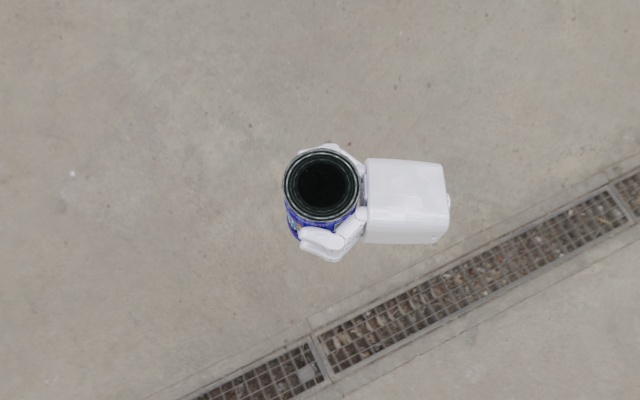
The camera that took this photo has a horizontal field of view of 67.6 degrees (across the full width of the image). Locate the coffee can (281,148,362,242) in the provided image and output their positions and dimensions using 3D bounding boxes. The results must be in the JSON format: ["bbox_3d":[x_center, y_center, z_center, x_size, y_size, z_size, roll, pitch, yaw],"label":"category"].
[{"bbox_3d":[0.000,0.002,0.672,0.103,0.102,0.140,0,-19,-1],"label":"coffee can"}]
